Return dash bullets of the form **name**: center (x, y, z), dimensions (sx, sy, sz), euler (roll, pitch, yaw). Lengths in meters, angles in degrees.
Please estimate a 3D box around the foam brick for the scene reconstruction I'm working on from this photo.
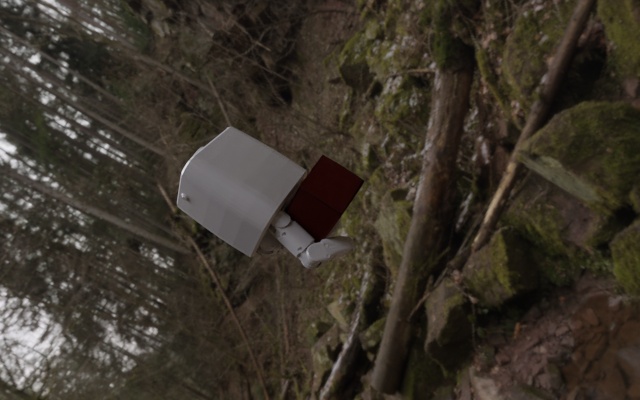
- **foam brick**: center (0.000, 0.001, 0.498), dimensions (0.051, 0.053, 0.078), euler (35, -36, 1)
